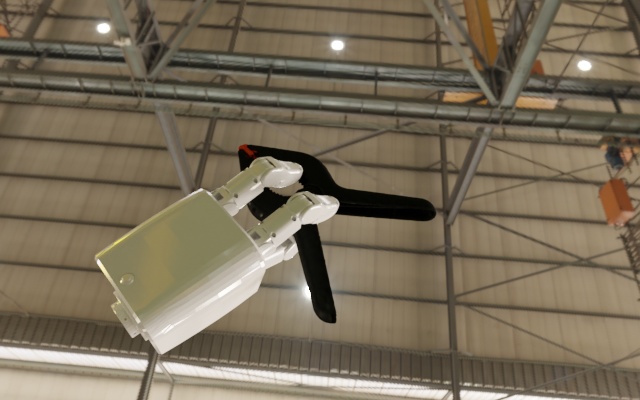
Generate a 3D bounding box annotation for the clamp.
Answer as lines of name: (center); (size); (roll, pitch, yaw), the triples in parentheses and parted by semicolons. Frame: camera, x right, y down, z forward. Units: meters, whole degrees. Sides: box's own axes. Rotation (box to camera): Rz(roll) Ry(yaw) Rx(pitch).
clamp: (0.000, 0.002, 0.484); (0.164, 0.210, 0.036); (-34, -29, -25)
